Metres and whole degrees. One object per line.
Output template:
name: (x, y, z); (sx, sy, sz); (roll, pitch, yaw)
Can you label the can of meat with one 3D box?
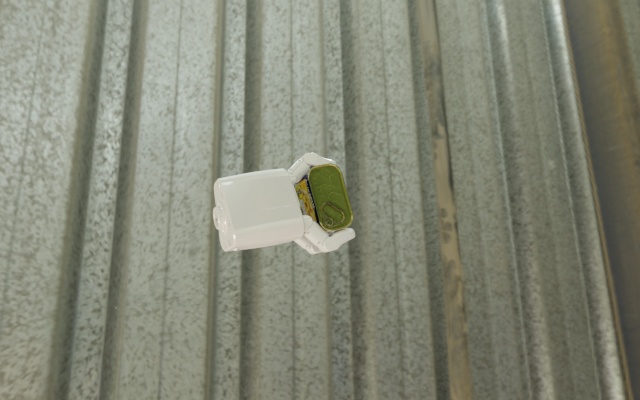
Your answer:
can of meat: (0.000, 0.002, 0.754); (0.057, 0.102, 0.084); (-12, -7, -25)
